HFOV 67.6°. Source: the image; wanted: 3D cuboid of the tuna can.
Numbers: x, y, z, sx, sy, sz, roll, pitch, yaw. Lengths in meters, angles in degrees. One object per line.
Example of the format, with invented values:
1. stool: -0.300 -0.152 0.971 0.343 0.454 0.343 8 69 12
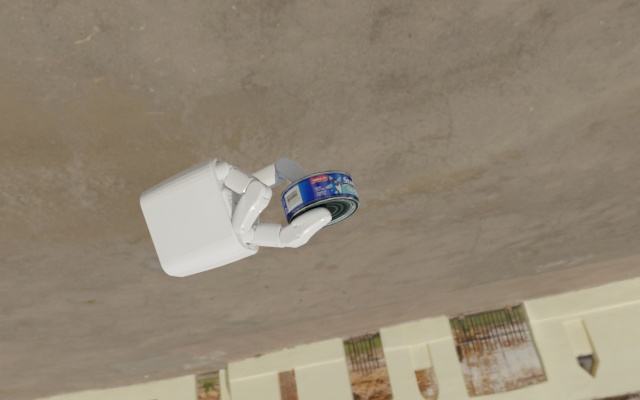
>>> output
1. tuna can: 0.000 0.002 0.542 0.086 0.033 0.086 -14 -23 -6
